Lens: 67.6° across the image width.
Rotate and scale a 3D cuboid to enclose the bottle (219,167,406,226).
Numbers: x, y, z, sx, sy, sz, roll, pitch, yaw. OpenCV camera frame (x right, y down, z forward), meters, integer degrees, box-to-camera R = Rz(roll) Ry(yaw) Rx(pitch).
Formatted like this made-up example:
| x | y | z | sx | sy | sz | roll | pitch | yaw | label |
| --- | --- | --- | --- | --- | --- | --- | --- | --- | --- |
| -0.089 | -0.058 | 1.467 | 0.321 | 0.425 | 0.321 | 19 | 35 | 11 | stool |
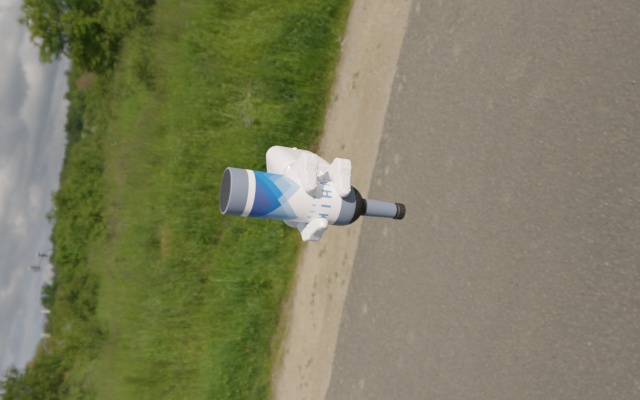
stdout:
| x | y | z | sx | sy | sz | roll | pitch | yaw | label |
| --- | --- | --- | --- | --- | --- | --- | --- | --- | --- |
| 0.000 | 0.002 | 0.726 | 0.296 | 0.069 | 0.069 | 7 | -3 | -24 | bottle |
